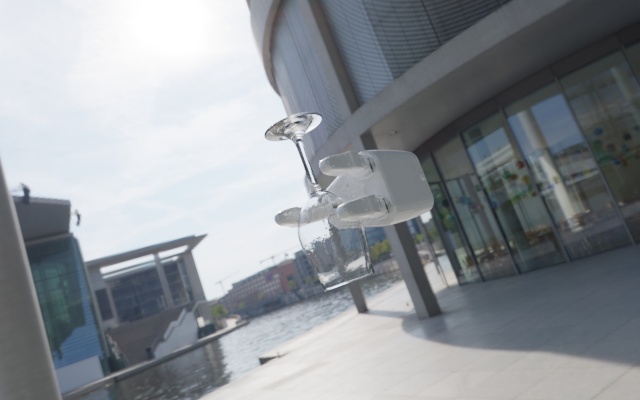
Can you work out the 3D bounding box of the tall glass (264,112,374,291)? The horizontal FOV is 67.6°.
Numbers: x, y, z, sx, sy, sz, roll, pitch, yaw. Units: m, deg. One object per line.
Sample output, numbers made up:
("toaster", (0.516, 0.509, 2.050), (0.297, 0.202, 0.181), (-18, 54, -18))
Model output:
("tall glass", (0.000, 0.001, 0.566), (0.079, 0.201, 0.079), (-19, -10, -4))
